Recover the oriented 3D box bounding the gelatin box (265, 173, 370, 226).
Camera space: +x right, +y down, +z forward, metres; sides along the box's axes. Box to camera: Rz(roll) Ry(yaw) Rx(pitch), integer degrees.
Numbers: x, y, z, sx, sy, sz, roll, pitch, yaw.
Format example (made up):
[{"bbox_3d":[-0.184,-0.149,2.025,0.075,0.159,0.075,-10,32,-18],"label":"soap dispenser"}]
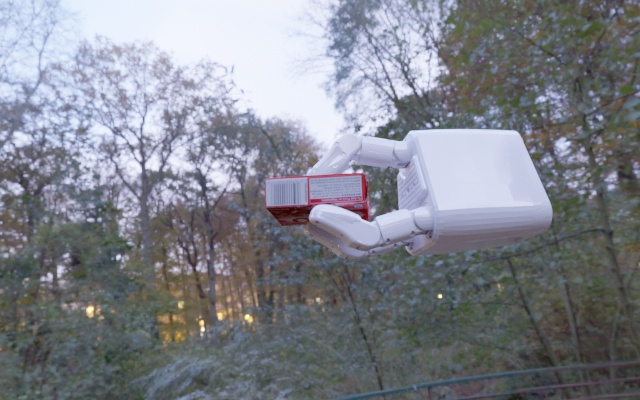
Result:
[{"bbox_3d":[0.000,0.001,0.436,0.089,0.030,0.073,-3,-15,6],"label":"gelatin box"}]
